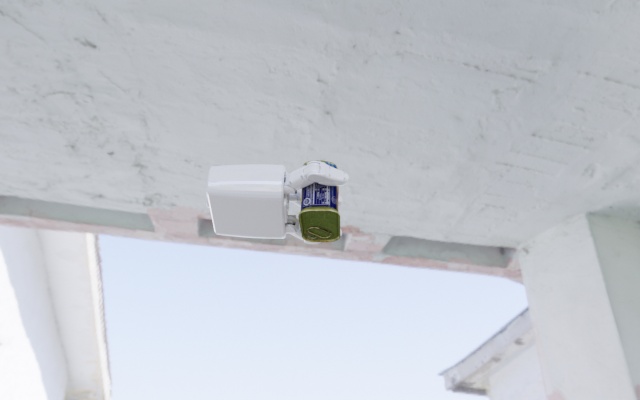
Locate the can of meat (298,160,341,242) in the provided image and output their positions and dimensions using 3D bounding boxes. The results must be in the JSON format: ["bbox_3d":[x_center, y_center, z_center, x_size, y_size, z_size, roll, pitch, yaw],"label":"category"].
[{"bbox_3d":[0.000,0.002,0.696,0.057,0.084,0.102,-1,-29,3],"label":"can of meat"}]
